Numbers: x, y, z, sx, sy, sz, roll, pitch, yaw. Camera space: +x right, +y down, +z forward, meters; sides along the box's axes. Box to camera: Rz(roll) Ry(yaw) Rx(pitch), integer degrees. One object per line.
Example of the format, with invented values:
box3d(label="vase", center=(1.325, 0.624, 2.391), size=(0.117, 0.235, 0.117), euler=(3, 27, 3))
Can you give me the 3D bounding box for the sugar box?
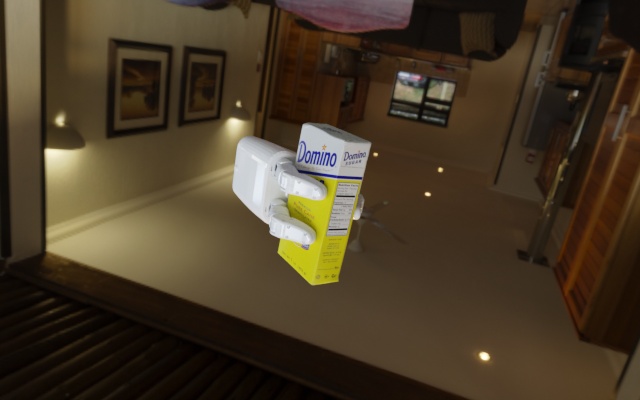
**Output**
box3d(label="sugar box", center=(0.000, 0.002, 0.576), size=(0.048, 0.176, 0.093), euler=(-2, 21, -34))
